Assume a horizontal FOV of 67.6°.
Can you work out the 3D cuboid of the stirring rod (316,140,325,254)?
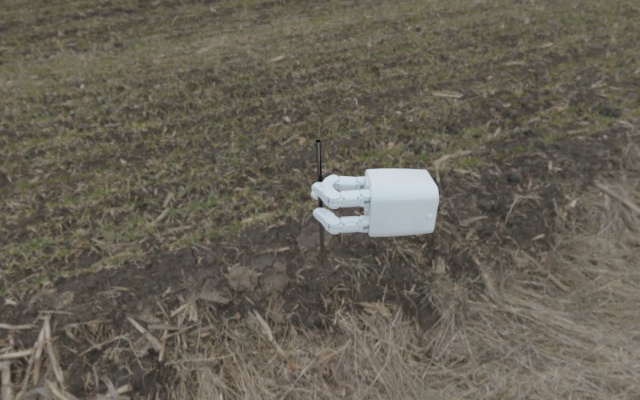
[{"bbox_3d":[0.000,0.003,0.803,0.011,0.240,0.011,-1,39,1],"label":"stirring rod"}]
